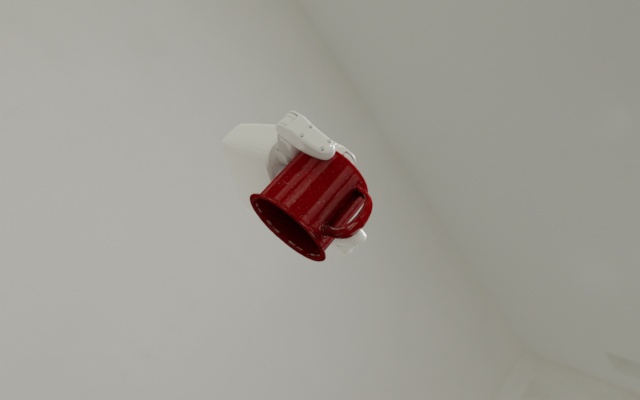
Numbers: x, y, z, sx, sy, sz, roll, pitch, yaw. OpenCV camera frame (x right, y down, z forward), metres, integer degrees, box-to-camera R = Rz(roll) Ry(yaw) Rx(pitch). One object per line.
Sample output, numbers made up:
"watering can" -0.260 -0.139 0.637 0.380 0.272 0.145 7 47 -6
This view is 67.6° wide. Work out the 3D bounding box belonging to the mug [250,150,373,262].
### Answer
"mug" 0.001 0.002 0.457 0.117 0.081 0.093 18 -31 47
